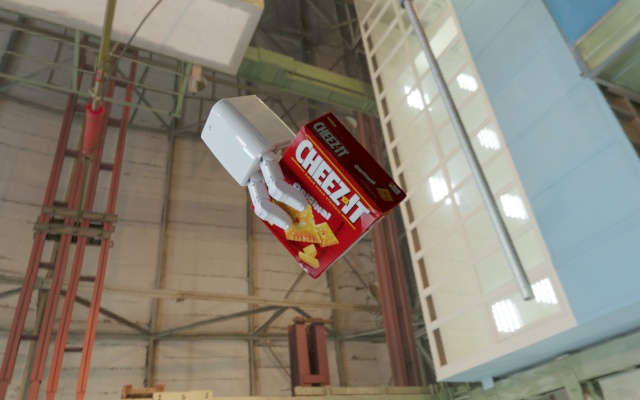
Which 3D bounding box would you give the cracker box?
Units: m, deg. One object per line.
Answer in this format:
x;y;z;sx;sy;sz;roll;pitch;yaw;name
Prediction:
0.000;0.002;0.720;0.072;0.164;0.214;-34;-11;-42;cracker box
